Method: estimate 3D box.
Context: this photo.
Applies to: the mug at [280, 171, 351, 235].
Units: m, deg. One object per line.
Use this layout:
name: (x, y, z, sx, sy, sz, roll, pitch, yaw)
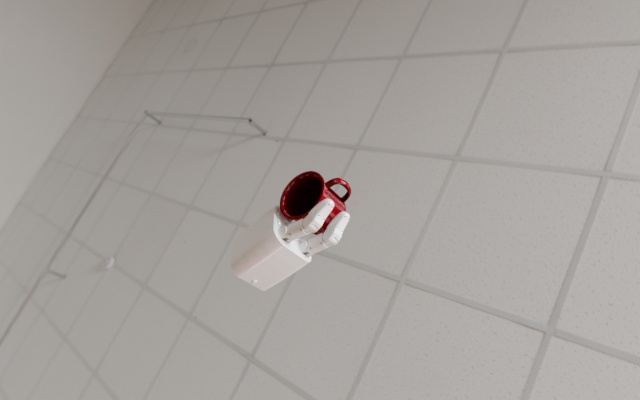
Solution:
mug: (0.001, 0.002, 0.818, 0.117, 0.093, 0.081, -35, -46, 16)
